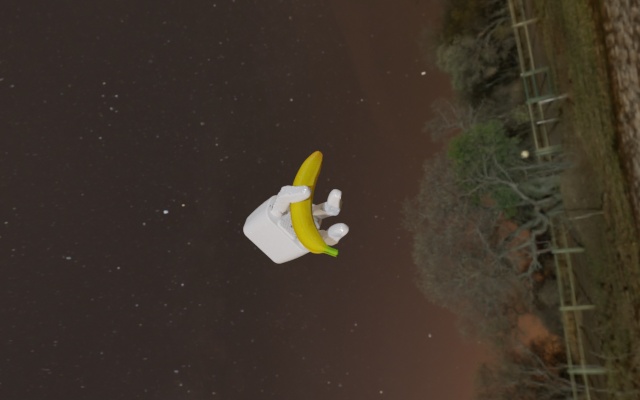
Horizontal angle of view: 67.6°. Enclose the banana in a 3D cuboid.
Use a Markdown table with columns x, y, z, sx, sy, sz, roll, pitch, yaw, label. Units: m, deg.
| x | y | z | sx | sy | sz | roll | pitch | yaw | label |
| --- | --- | --- | --- | --- | --- | --- | --- | --- | --- |
| -0.018 | 0.008 | 0.804 | 0.069 | 0.197 | 0.037 | -6 | -24 | -6 | banana |
